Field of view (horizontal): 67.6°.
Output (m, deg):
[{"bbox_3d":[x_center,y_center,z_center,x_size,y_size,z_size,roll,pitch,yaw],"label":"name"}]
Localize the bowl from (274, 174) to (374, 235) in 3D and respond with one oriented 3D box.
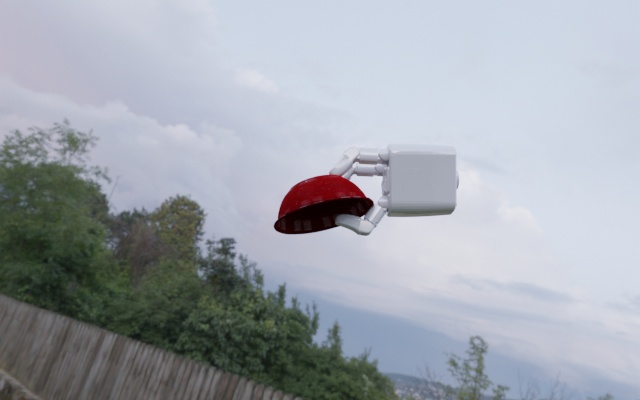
[{"bbox_3d":[-0.001,0.002,0.755,0.162,0.055,0.162,-13,-18,-4],"label":"bowl"}]
